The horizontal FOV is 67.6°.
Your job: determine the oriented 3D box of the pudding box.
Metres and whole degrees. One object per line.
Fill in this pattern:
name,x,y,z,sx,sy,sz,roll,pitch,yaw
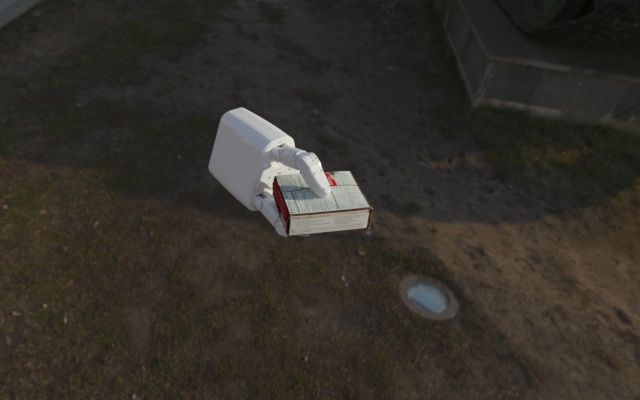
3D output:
pudding box,0.000,0.002,0.627,0.113,0.039,0.090,-6,39,-16
